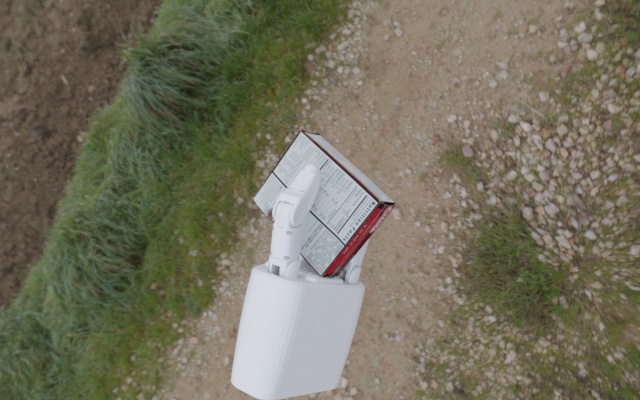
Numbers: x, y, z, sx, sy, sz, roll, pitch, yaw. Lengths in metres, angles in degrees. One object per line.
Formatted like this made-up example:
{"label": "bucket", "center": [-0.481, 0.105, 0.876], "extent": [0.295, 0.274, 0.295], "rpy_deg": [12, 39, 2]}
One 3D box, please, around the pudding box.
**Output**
{"label": "pudding box", "center": [0.000, 0.001, 0.446], "extent": [0.113, 0.090, 0.039], "rpy_deg": [45, 18, 24]}
